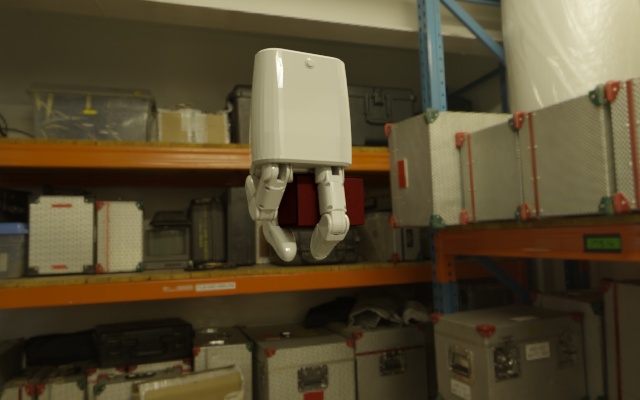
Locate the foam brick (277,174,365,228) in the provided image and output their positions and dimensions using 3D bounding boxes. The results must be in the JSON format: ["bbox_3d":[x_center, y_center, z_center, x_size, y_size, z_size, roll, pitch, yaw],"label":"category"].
[{"bbox_3d":[0.000,0.002,0.494,0.078,0.051,0.053,1,-6,-27],"label":"foam brick"}]
